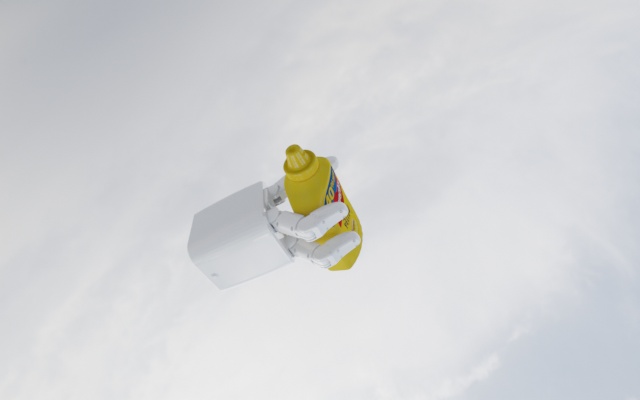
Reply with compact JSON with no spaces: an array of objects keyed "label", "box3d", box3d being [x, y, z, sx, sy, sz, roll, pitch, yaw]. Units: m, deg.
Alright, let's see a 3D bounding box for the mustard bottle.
[{"label":"mustard bottle","box3d":[0.001,0.002,0.602,0.058,0.096,0.192,-6,-41,22]}]
